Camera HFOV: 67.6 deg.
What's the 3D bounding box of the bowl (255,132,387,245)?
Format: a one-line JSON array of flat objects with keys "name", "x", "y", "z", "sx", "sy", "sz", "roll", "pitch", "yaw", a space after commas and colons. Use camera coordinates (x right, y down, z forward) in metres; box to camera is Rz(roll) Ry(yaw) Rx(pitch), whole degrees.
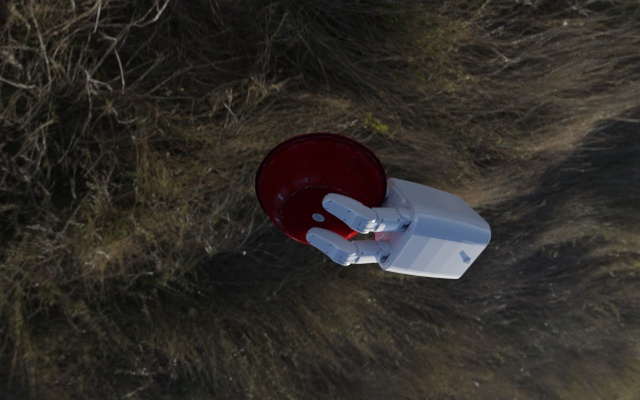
[{"name": "bowl", "x": -0.001, "y": 0.002, "z": 0.564, "sx": 0.162, "sy": 0.162, "sz": 0.055, "roll": 0, "pitch": 40, "yaw": 1}]
